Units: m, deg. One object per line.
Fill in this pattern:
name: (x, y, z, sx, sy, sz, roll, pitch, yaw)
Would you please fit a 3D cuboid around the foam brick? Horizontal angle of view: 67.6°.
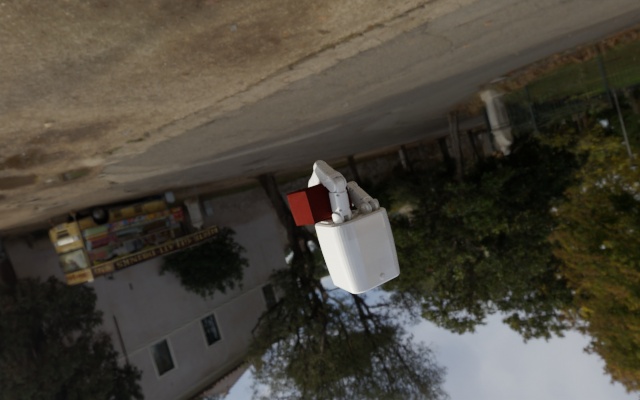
foam brick: (0.000, 0.002, 0.713, 0.078, 0.051, 0.053, -18, 6, -34)
